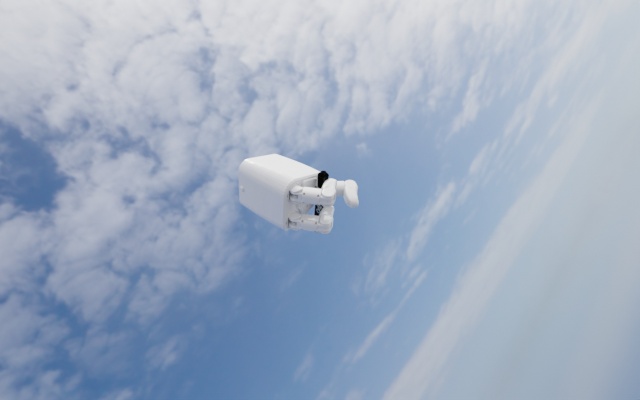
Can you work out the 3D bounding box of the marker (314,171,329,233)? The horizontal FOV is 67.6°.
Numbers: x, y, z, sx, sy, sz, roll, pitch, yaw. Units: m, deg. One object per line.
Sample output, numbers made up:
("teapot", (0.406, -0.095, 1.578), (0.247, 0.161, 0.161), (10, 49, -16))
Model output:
("marker", (0.000, 0.003, 0.808), (0.020, 0.121, 0.020), (3, 35, -2))
